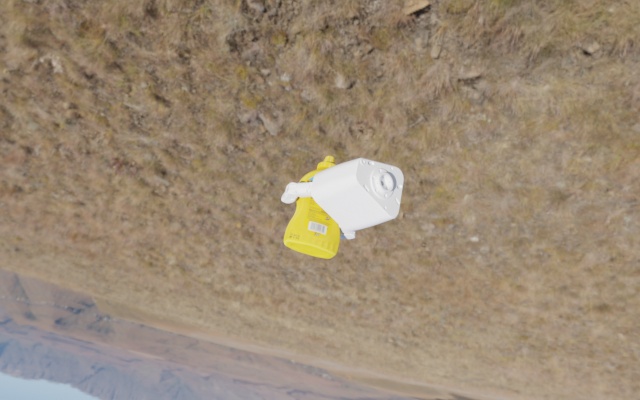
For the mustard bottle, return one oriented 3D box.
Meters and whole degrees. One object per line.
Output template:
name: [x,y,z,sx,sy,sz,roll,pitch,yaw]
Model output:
mustard bottle: [0.000,0.003,0.871,0.096,0.191,0.058,17,-25,-10]
